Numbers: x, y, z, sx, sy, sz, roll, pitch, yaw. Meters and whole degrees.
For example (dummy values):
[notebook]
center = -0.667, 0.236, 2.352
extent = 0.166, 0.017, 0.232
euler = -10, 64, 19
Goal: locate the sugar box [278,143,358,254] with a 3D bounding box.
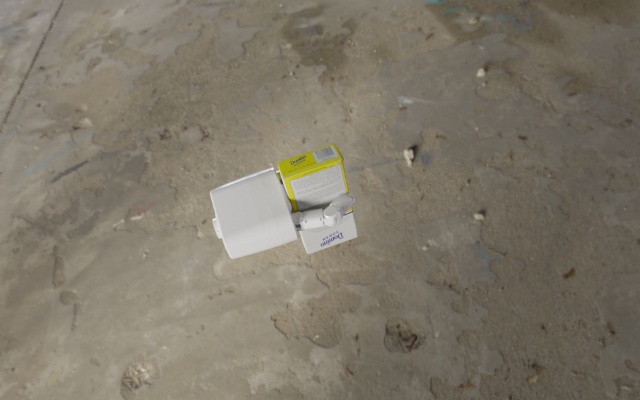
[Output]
[sugar box]
center = 0.000, 0.002, 0.748
extent = 0.093, 0.048, 0.176
euler = -19, -43, -5
